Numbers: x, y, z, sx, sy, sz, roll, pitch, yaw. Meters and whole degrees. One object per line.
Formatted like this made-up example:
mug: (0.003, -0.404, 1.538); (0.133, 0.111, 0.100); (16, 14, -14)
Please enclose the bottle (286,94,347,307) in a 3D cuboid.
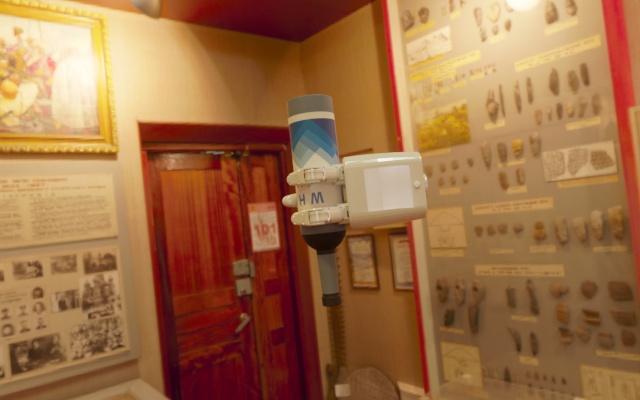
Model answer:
bottle: (0.000, 0.002, 0.683); (0.069, 0.295, 0.069); (-6, -2, 0)
